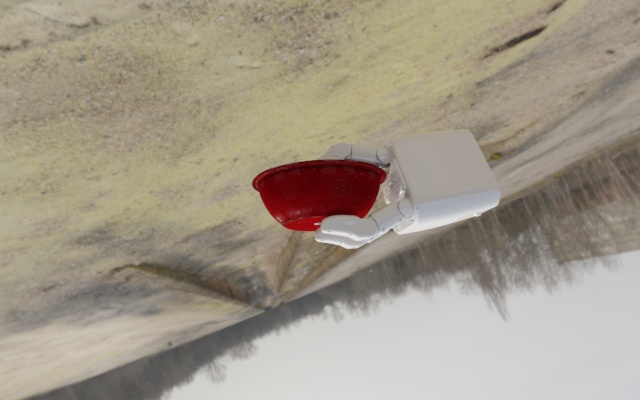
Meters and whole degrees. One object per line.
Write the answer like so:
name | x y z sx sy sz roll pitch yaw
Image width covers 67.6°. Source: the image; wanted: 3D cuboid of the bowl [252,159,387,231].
bowl | -0.001 0.002 0.568 0.162 0.055 0.162 -3 -14 -1
